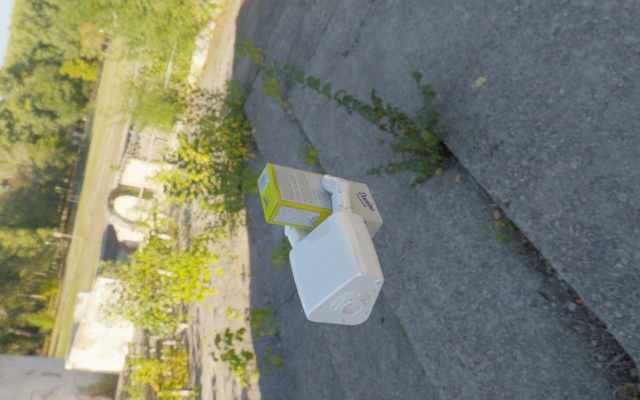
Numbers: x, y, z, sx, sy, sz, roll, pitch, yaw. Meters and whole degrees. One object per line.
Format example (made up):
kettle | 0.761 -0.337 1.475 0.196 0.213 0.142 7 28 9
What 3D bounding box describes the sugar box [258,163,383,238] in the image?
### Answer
sugar box | 0.000 0.003 0.715 0.176 0.048 0.093 14 37 -28
